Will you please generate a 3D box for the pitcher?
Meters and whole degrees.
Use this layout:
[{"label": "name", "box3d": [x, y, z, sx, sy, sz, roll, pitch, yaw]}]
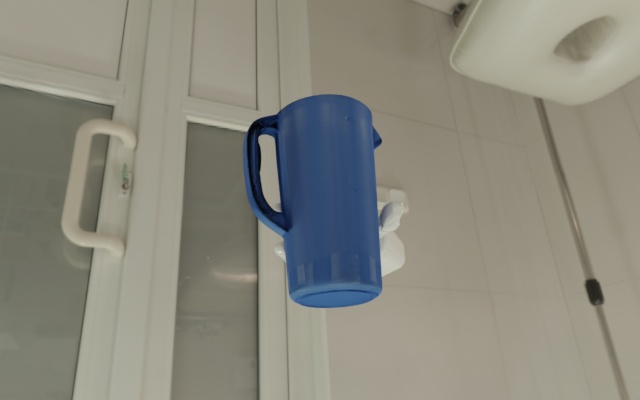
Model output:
[{"label": "pitcher", "box3d": [0.000, 0.002, 0.587, 0.149, 0.242, 0.145, -13, -25, 20]}]
